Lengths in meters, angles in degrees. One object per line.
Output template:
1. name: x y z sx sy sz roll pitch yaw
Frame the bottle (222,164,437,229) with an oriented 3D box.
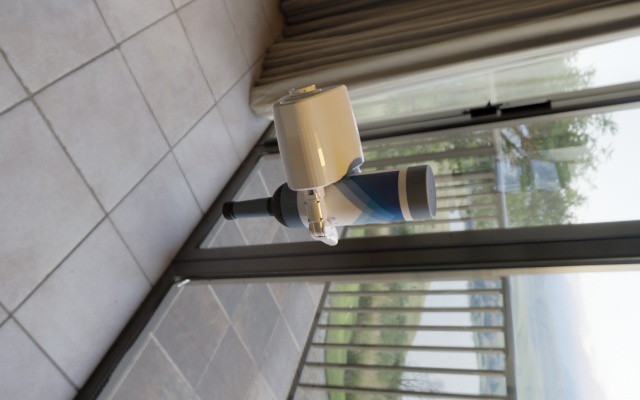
1. bottle: 0.000 0.002 0.637 0.296 0.069 0.069 -6 -2 22
